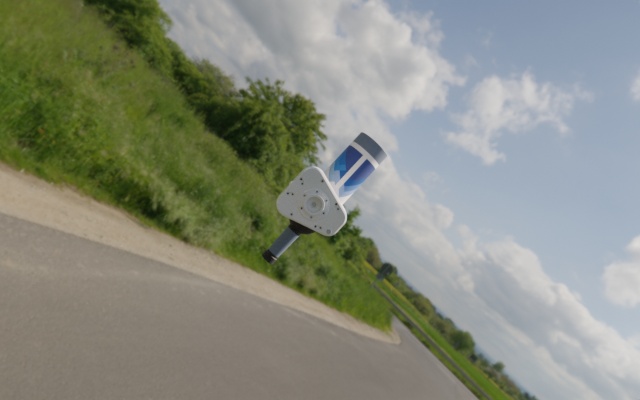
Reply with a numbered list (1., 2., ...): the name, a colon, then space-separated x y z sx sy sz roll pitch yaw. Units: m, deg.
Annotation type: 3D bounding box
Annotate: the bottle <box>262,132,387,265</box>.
1. bottle: 0.000 0.003 0.890 0.069 0.296 0.069 43 0 0
